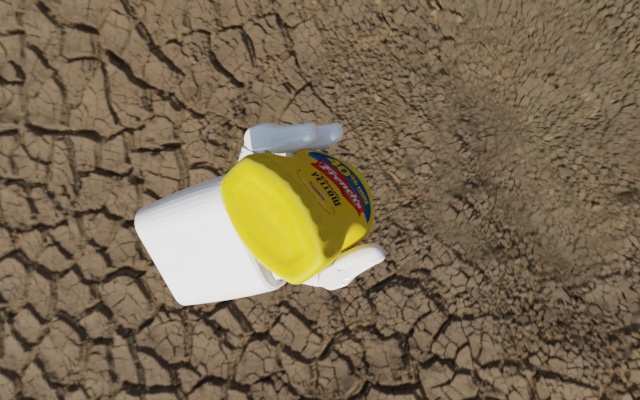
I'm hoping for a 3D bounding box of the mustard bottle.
[{"bbox_3d":[0.000,0.001,0.410,0.058,0.096,0.191,-42,-9,22],"label":"mustard bottle"}]
